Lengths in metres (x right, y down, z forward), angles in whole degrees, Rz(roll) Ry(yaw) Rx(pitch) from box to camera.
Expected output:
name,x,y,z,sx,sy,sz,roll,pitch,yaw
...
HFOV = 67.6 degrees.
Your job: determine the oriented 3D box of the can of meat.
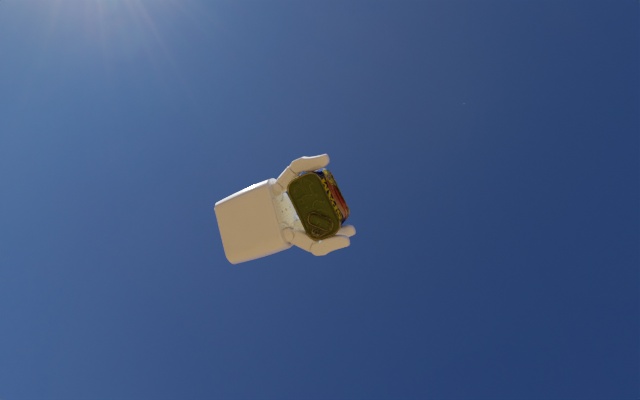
name,x,y,z,sx,sy,sz,roll,pitch,yaw
can of meat,0.000,0.002,0.748,0.057,0.102,0.084,-24,3,18
